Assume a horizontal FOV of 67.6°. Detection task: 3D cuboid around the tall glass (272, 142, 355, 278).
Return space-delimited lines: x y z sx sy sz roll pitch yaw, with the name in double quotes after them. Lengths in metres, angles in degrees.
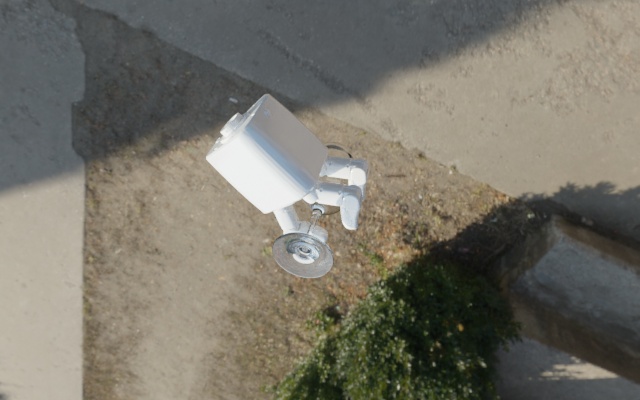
0.000 0.003 0.629 0.079 0.079 0.201 0 39 16 "tall glass"
